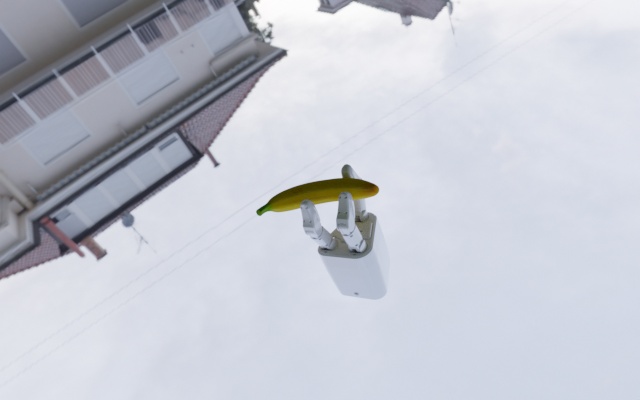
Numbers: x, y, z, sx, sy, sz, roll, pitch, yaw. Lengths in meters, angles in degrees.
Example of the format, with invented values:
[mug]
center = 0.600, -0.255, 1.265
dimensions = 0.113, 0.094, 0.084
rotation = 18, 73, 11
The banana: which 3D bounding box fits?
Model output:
[banana]
center = -0.001, -0.007, 0.766
dimensions = 0.198, 0.037, 0.069
rotation = -13, 29, 13
